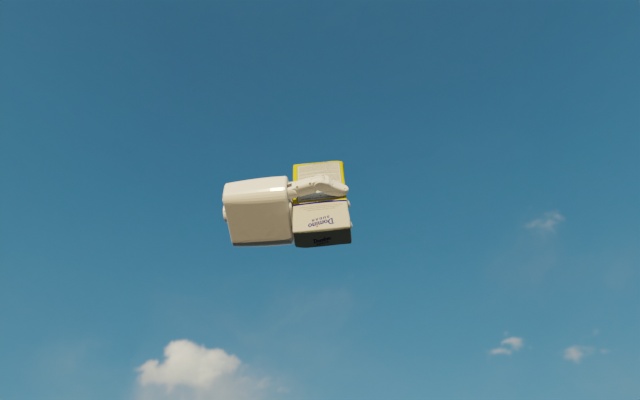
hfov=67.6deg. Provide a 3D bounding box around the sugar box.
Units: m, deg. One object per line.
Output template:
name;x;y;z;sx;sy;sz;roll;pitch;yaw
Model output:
sugar box;0.000;0.003;0.815;0.093;0.048;0.176;-5;43;3
